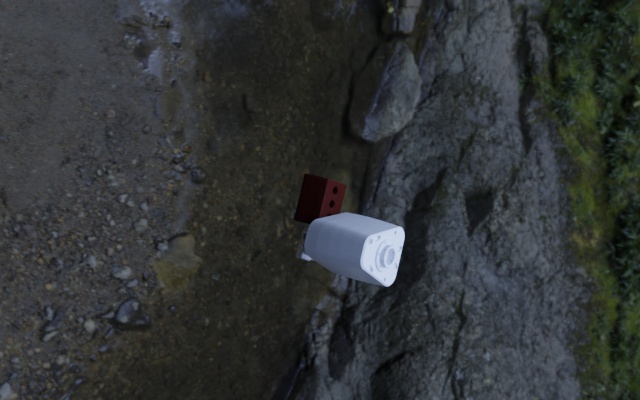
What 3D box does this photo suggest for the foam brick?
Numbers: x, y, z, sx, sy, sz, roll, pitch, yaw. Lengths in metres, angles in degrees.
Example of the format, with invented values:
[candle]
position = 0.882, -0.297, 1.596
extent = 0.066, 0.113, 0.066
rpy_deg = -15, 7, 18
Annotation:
[foam brick]
position = 0.000, 0.002, 0.765
extent = 0.051, 0.078, 0.053
rpy_deg = 11, -3, 40
